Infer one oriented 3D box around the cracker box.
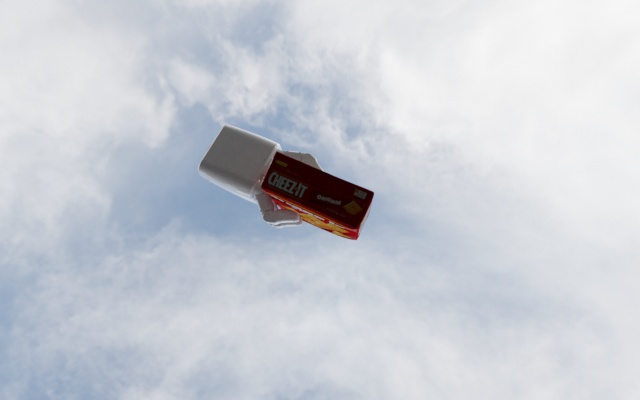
[{"bbox_3d":[0.000,0.003,0.812,0.164,0.072,0.214,23,-7,7],"label":"cracker box"}]
